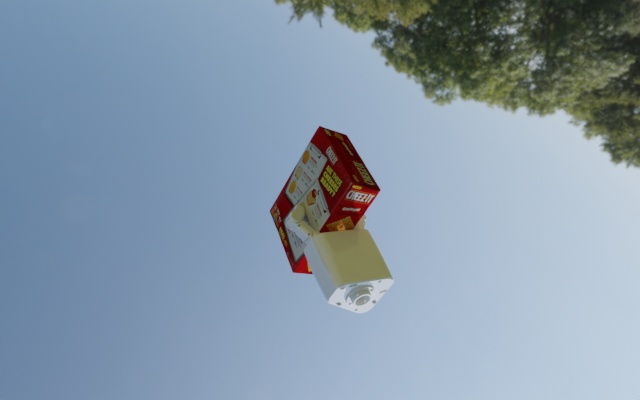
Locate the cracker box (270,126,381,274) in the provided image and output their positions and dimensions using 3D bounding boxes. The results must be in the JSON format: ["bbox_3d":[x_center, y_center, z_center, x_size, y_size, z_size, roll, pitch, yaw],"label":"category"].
[{"bbox_3d":[0.000,0.003,0.859,0.072,0.214,0.164,11,36,-33],"label":"cracker box"}]
